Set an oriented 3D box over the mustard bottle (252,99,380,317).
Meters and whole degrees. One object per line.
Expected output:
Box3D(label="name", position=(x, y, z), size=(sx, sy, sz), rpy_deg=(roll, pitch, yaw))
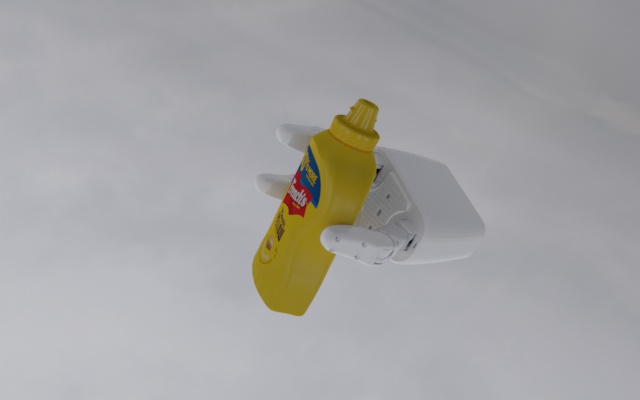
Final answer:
Box3D(label="mustard bottle", position=(0.000, 0.002, 0.416), size=(0.058, 0.192, 0.096), rpy_deg=(18, 26, -20))
